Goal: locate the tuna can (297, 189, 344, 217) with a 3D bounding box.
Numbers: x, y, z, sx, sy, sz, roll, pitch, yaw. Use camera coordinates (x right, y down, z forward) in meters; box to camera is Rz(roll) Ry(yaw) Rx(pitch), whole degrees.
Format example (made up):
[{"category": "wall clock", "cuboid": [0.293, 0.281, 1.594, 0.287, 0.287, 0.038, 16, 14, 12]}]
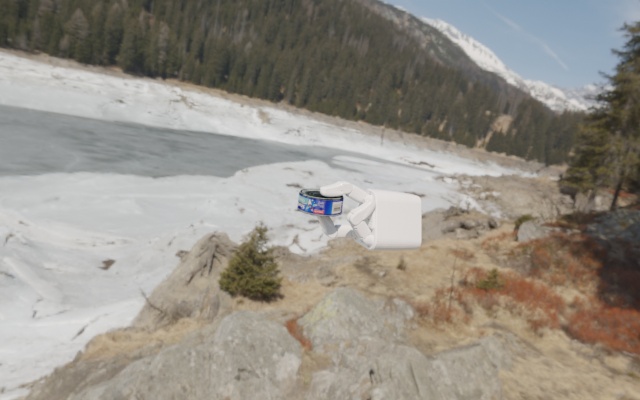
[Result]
[{"category": "tuna can", "cuboid": [0.000, 0.002, 0.891, 0.086, 0.034, 0.086, 6, 13, -1]}]
